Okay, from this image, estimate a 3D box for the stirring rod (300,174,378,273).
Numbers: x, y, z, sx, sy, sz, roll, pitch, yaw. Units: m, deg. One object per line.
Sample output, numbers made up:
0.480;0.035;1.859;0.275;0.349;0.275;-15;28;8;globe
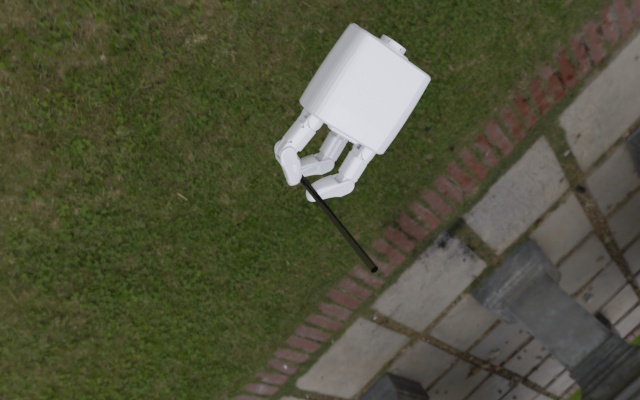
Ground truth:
0.000;0.002;0.549;0.011;0.011;0.239;0;33;-31;stirring rod
